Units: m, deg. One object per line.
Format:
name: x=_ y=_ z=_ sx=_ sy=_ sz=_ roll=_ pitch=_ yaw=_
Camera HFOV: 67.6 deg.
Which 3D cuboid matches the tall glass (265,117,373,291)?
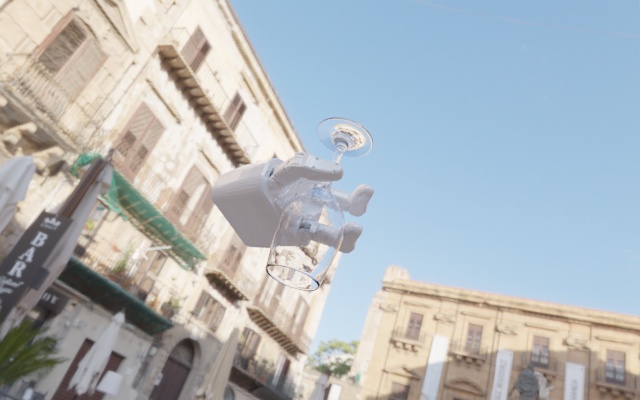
tall glass: x=0.000 y=0.001 z=0.558 sx=0.079 sy=0.201 sz=0.079 roll=15 pitch=-29 yaw=9
